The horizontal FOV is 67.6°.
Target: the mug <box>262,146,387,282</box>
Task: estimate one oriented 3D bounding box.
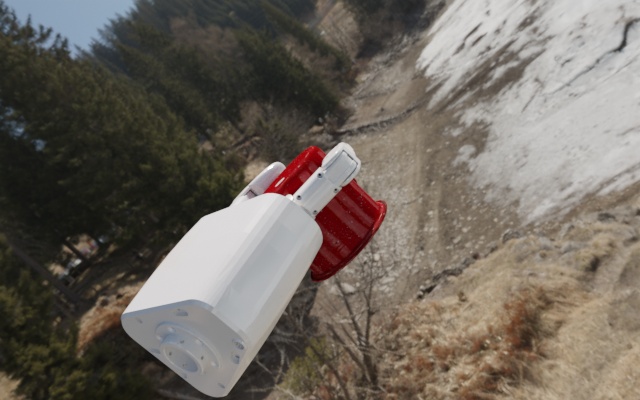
[{"bbox_3d":[0.000,0.000,0.419,0.093,0.081,0.117,-38,13,41],"label":"mug"}]
